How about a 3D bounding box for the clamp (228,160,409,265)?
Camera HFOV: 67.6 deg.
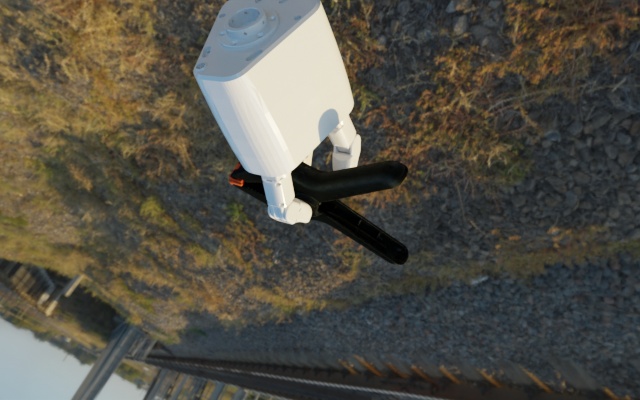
[{"bbox_3d":[-0.001,0.002,0.504,0.210,0.036,0.165,13,-32,27],"label":"clamp"}]
